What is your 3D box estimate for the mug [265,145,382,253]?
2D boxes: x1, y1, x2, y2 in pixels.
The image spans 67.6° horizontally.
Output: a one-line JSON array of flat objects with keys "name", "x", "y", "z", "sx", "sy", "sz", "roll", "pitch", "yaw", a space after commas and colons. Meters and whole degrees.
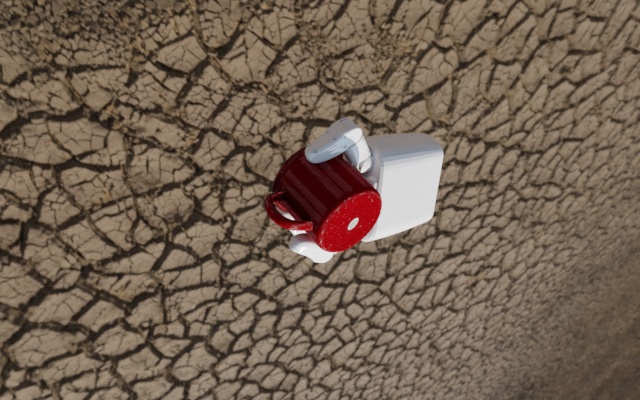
[{"name": "mug", "x": -0.001, "y": 0.002, "z": 0.489, "sx": 0.117, "sy": 0.093, "sz": 0.081, "roll": -13, "pitch": 44, "yaw": -35}]
